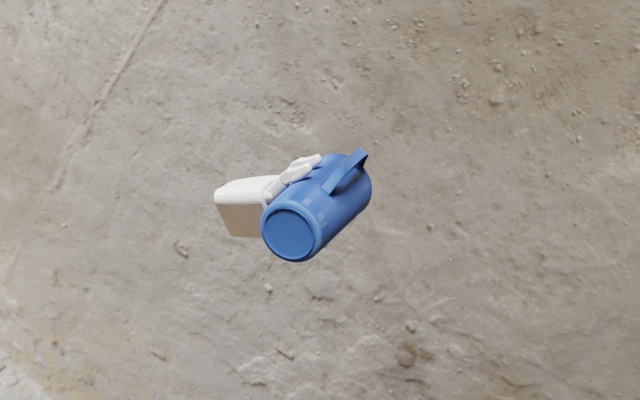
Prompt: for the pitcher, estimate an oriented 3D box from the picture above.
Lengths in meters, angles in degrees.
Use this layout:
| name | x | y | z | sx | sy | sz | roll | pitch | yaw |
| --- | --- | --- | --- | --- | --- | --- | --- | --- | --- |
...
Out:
| name | x | y | z | sx | sy | sz | roll | pitch | yaw |
| --- | --- | --- | --- | --- | --- | --- | --- | --- | --- |
| pitcher | 0.000 | 0.003 | 0.838 | 0.145 | 0.149 | 0.242 | -2 | 19 | 24 |
